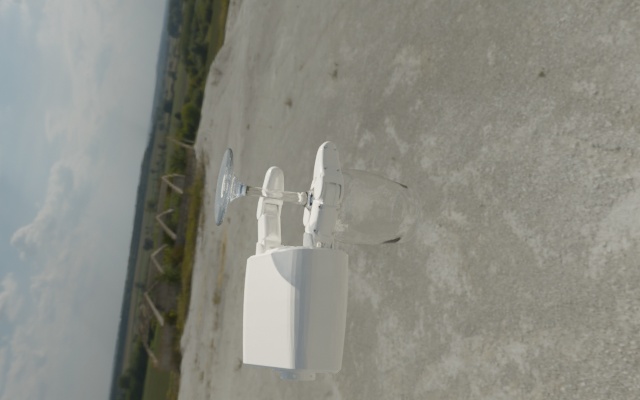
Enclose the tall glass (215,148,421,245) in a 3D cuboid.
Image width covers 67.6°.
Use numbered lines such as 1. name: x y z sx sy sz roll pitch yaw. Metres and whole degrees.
1. tall glass: -0.001 0.001 0.484 0.201 0.079 0.079 8 -3 -20
